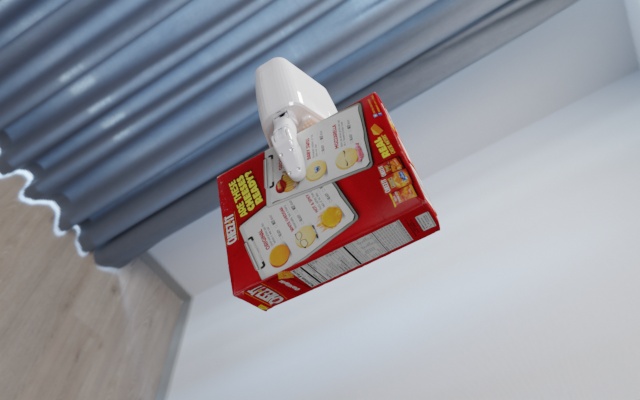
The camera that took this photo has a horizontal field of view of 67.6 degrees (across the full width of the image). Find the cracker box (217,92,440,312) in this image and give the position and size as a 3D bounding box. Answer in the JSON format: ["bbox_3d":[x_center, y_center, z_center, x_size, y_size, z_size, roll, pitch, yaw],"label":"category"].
[{"bbox_3d":[0.000,0.002,0.522,0.214,0.164,0.072,-27,-39,13],"label":"cracker box"}]
